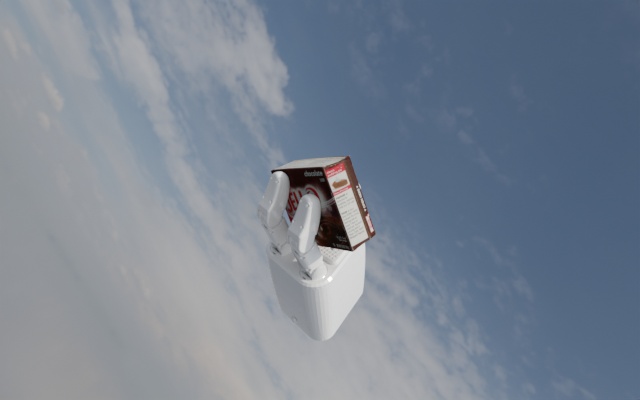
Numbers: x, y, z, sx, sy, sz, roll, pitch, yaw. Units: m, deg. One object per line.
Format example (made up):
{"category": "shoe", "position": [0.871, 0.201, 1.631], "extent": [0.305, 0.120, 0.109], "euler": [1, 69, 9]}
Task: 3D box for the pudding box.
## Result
{"category": "pudding box", "position": [0.000, 0.002, 0.504], "extent": [0.039, 0.090, 0.113], "euler": [-29, 16, -30]}
